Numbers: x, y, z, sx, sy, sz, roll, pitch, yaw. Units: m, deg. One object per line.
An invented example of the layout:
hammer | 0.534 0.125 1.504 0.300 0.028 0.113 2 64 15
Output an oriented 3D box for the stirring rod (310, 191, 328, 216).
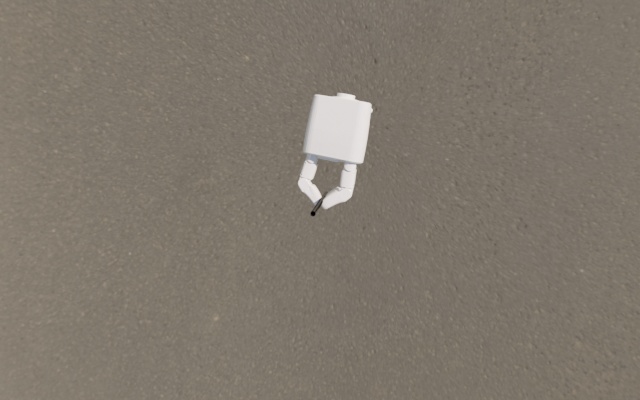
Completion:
stirring rod | 0.000 0.003 0.839 0.011 0.011 0.239 0 8 6
